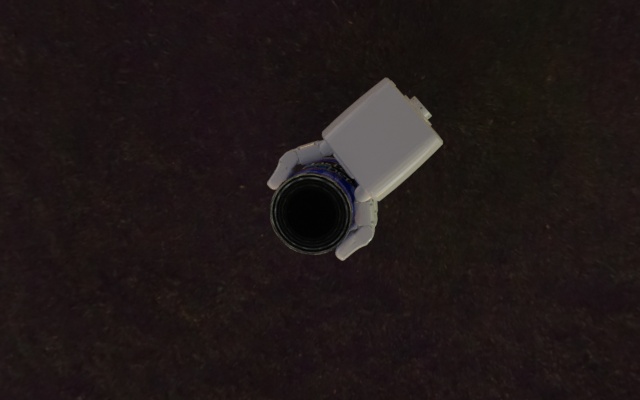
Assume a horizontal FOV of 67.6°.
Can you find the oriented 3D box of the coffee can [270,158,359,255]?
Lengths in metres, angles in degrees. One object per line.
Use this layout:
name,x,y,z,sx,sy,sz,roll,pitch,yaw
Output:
coffee can,0.000,0.002,0.641,0.103,0.103,0.140,0,13,10
